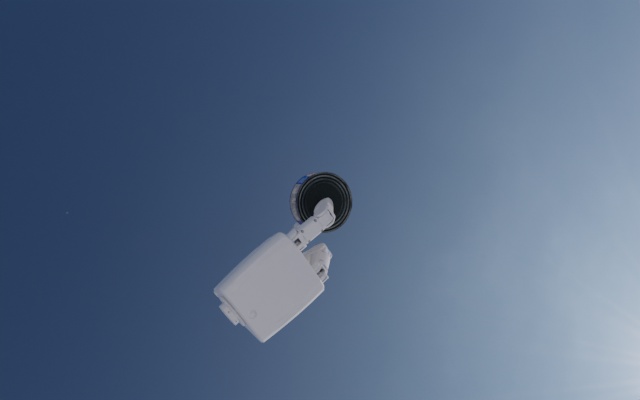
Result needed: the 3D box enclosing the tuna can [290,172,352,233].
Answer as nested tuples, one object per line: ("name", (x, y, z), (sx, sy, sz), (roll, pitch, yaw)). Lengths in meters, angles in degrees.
("tuna can", (0.000, 0.002, 0.682), (0.086, 0.086, 0.034), (0, 2, -24))
